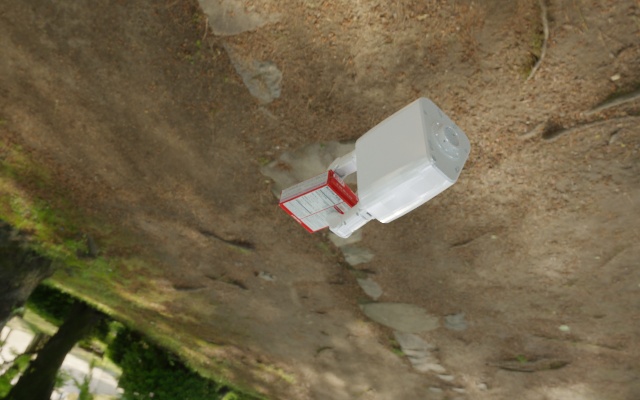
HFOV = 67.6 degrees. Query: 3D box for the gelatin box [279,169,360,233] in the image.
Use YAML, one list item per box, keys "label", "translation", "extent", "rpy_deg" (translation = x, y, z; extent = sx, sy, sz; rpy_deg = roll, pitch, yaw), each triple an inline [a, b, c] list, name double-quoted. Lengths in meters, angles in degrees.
- label: "gelatin box"
  translation: [0.000, 0.003, 0.649]
  extent: [0.089, 0.030, 0.073]
  rpy_deg: [-23, -49, 31]
